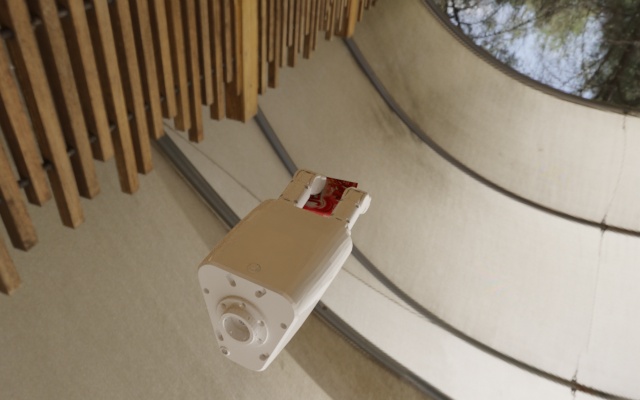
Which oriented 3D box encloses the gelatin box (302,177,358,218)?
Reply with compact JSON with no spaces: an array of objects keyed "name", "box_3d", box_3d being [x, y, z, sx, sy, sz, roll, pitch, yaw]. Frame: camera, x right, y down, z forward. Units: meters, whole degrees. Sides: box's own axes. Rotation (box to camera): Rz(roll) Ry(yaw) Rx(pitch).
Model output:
[{"name":"gelatin box","box_3d":[0.000,0.002,0.536,0.073,0.030,0.089,12,28,5]}]
